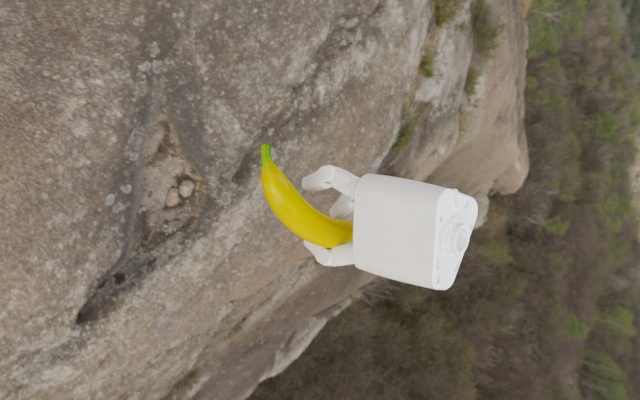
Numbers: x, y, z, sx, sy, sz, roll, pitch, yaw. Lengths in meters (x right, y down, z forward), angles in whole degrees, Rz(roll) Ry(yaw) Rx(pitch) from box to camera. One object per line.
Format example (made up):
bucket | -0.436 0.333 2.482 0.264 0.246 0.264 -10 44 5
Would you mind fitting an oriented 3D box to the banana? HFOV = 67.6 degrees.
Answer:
banana | -0.009 0.016 0.571 0.037 0.069 0.198 0 -32 44
